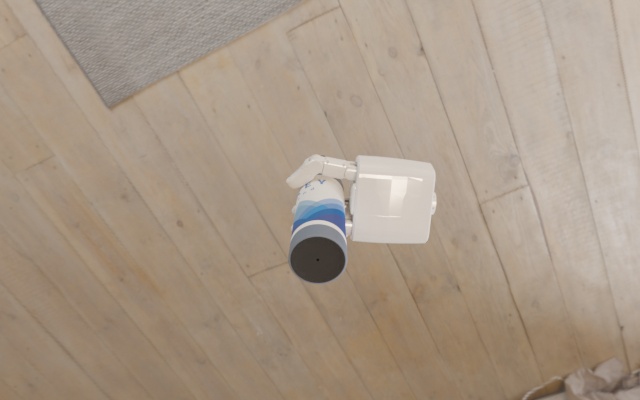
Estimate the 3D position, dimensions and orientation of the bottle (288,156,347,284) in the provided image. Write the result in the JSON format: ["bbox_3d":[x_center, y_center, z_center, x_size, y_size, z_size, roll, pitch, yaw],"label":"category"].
[{"bbox_3d":[0.000,0.002,0.666,0.069,0.069,0.295,0,26,1],"label":"bottle"}]
